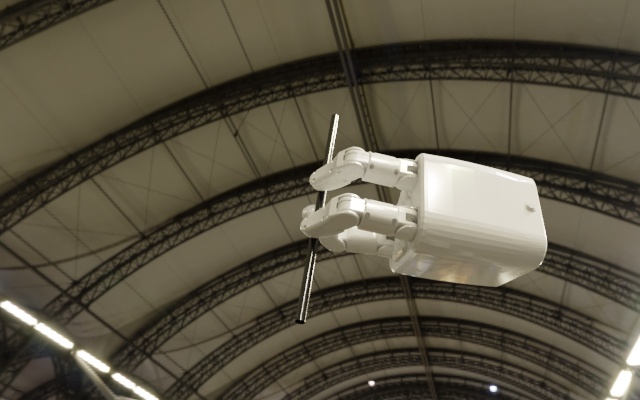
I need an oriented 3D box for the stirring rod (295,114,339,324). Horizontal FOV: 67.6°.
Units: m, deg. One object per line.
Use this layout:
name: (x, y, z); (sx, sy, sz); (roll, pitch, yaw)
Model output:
stirring rod: (0.000, 0.002, 0.443); (0.011, 0.239, 0.011); (6, -39, 5)
